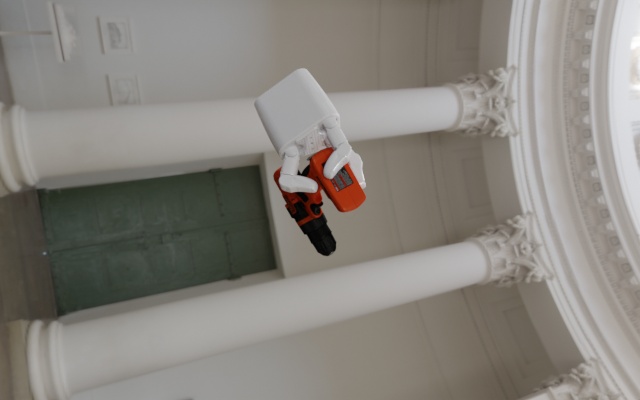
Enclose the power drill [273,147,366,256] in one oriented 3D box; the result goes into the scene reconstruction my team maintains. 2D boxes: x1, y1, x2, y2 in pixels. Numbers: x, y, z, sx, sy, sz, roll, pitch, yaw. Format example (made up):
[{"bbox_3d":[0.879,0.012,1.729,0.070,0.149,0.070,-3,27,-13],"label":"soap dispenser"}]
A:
[{"bbox_3d":[0.000,0.002,0.811,0.057,0.184,0.188,-32,0,-30],"label":"power drill"}]
